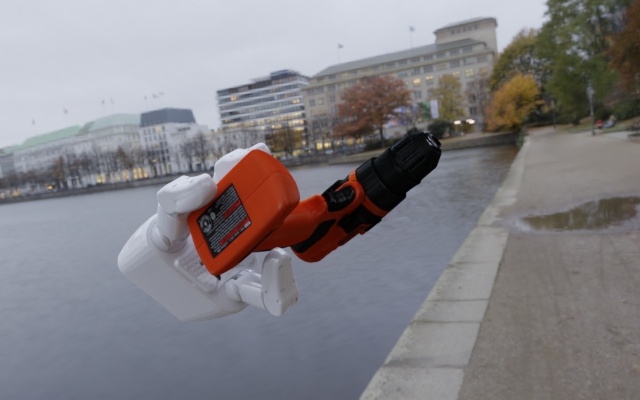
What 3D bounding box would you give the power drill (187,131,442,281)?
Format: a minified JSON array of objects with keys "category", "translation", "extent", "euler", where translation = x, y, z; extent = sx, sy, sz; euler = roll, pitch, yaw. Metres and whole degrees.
[{"category":"power drill","translation":[0.000,0.001,0.404],"extent":[0.184,0.057,0.187],"euler":[-42,-24,29]}]
